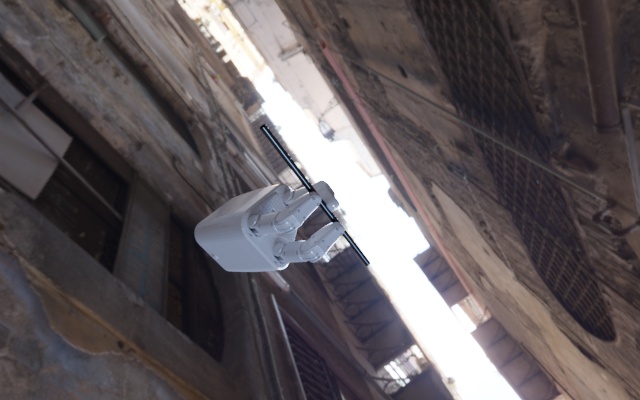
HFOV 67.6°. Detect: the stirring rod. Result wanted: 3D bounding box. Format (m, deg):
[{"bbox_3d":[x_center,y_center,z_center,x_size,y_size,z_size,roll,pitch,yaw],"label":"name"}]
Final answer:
[{"bbox_3d":[0.000,0.002,0.583,0.011,0.011,0.240,0,-44,47],"label":"stirring rod"}]
